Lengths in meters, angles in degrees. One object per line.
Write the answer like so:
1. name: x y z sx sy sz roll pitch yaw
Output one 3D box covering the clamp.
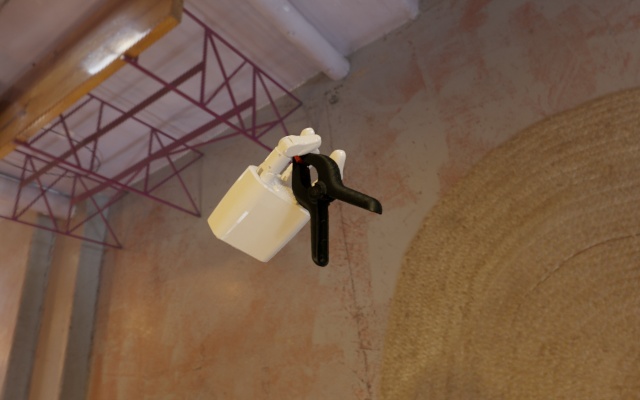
1. clamp: 0.000 0.002 0.651 0.039 0.120 0.171 27 19 -48
